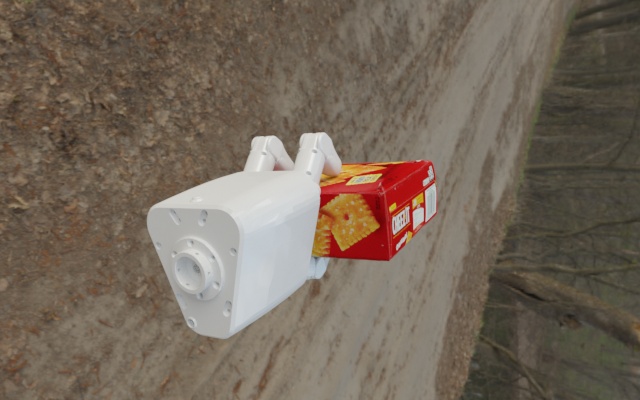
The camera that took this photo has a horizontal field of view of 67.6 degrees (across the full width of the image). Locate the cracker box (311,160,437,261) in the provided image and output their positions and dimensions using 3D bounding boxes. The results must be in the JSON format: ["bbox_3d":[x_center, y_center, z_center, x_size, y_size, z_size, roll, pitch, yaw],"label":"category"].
[{"bbox_3d":[0.000,0.002,0.514,0.213,0.072,0.164,1,14,28],"label":"cracker box"}]
